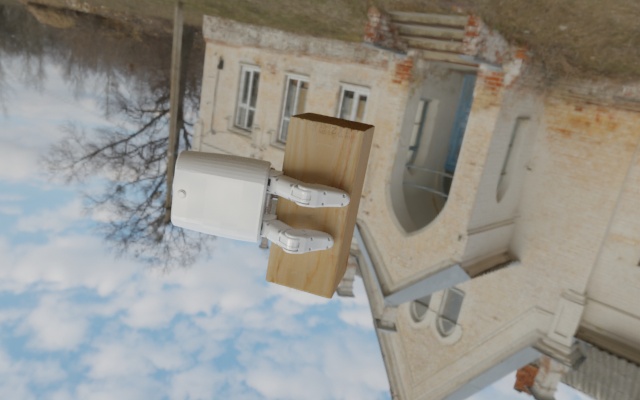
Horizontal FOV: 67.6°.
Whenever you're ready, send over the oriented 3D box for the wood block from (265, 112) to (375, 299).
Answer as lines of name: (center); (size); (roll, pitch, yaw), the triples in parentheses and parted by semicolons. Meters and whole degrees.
wood block: (0.000, 0.002, 0.599); (0.090, 0.206, 0.091); (13, 16, 11)
